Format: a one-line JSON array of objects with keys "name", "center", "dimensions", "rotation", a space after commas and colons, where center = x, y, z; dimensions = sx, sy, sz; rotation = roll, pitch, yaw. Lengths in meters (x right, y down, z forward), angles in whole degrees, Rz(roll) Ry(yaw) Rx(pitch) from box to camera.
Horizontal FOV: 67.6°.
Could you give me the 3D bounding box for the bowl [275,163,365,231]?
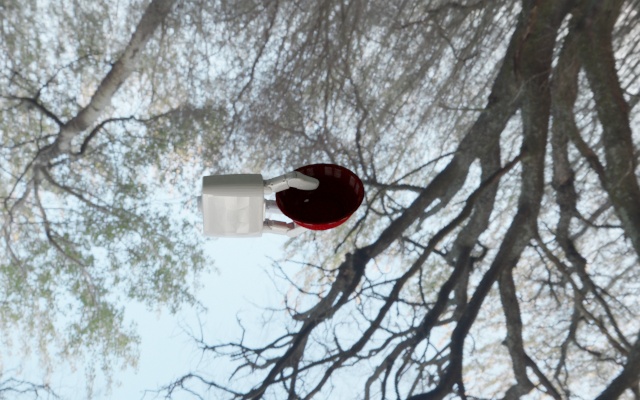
[{"name": "bowl", "center": [0.001, 0.003, 0.874], "dimensions": [0.162, 0.055, 0.162], "rotation": [-3, 44, 3]}]
